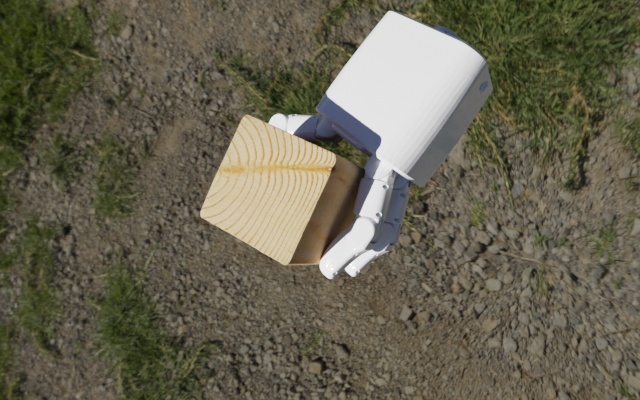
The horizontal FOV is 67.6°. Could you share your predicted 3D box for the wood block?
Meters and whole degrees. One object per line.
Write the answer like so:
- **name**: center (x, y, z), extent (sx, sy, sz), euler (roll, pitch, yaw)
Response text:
- **wood block**: center (0.000, 0.001, 0.446), extent (0.091, 0.090, 0.206), euler (27, 5, 25)
